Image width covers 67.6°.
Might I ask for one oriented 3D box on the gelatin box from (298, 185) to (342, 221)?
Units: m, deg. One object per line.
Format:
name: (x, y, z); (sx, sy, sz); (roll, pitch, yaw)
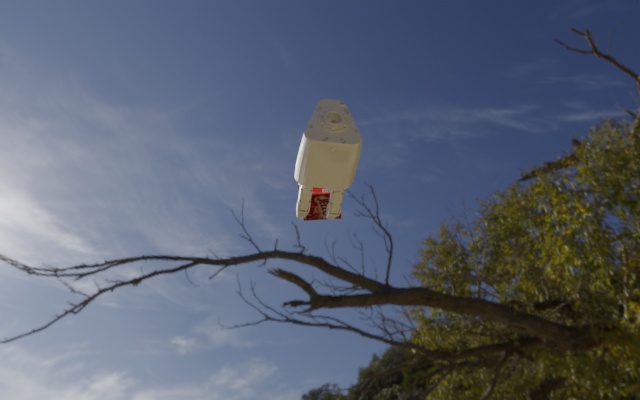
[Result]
gelatin box: (0.000, 0.003, 0.885); (0.073, 0.030, 0.089); (-3, -34, 3)
